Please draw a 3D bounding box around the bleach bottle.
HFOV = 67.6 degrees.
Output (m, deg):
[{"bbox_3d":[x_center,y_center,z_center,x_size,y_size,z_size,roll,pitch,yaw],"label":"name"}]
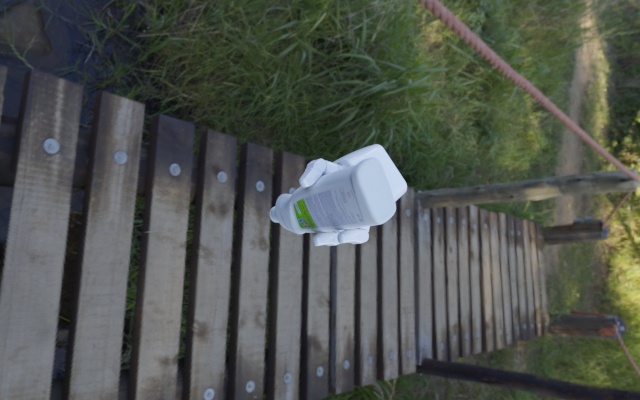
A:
[{"bbox_3d":[0.000,0.003,0.795,0.251,0.102,0.068,-10,16,45],"label":"bleach bottle"}]
